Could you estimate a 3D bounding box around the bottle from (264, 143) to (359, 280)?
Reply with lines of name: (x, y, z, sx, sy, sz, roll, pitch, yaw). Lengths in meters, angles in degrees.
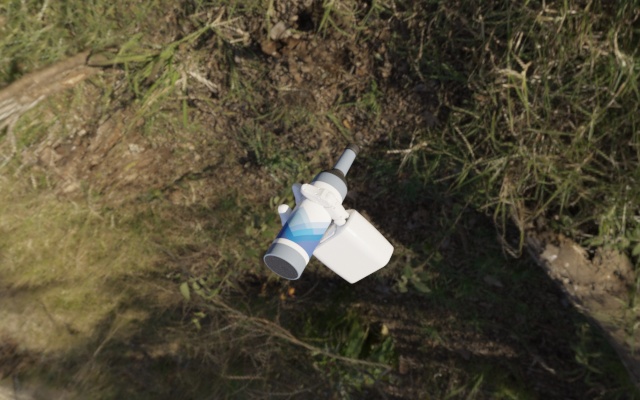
bottle: (0.000, 0.003, 0.852, 0.069, 0.295, 0.069, 21, -35, 15)
